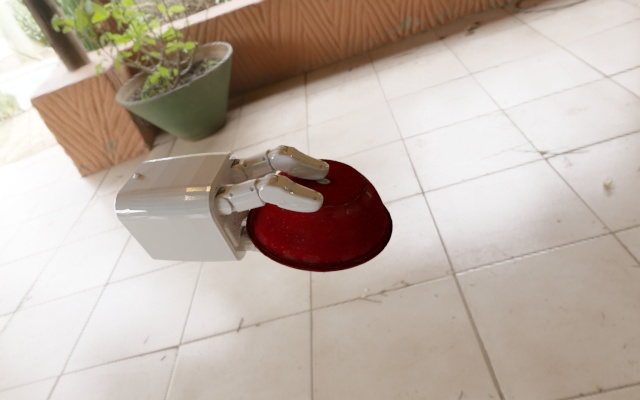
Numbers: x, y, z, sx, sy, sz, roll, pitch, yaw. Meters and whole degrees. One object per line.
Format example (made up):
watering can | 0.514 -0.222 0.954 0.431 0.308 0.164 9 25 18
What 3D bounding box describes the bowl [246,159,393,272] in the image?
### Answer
bowl | 0.001 0.001 0.512 0.162 0.055 0.162 2 36 -1
